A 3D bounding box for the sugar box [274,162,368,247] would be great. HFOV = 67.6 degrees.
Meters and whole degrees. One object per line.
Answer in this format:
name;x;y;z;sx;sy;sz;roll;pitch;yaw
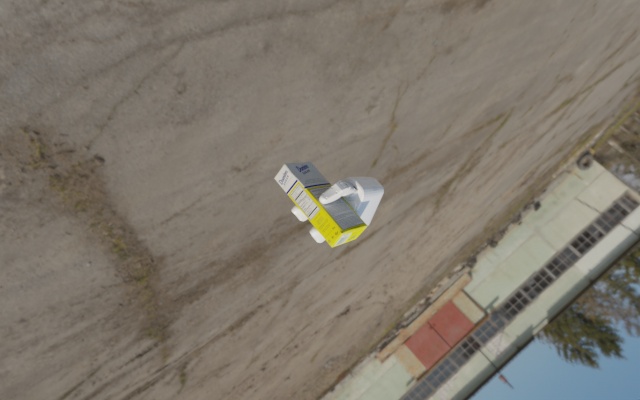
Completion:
sugar box;0.000;0.003;0.900;0.176;0.048;0.093;47;28;20
